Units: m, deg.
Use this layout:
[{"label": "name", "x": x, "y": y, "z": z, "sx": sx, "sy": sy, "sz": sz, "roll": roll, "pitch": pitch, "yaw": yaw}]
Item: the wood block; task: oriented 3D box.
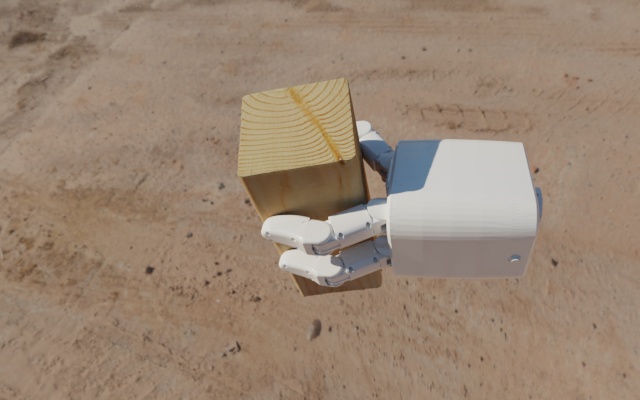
[{"label": "wood block", "x": 0.000, "y": 0.001, "z": 0.445, "sx": 0.090, "sy": 0.090, "sz": 0.206, "roll": -8, "pitch": -37, "yaw": 7}]
